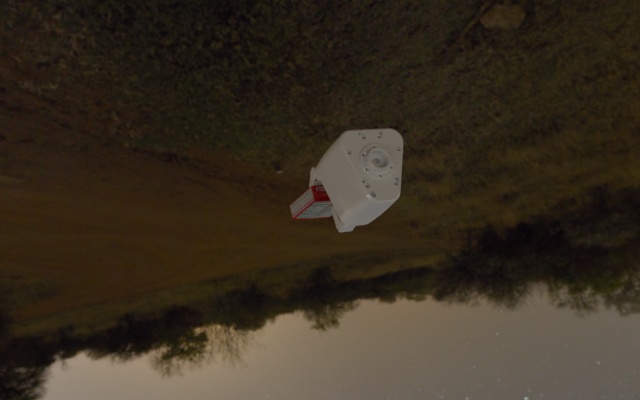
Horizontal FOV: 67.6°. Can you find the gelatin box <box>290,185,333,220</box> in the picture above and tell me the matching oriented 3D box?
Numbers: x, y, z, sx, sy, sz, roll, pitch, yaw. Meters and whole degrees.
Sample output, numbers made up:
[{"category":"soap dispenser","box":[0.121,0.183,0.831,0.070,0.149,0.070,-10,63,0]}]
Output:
[{"category":"gelatin box","box":[0.000,0.003,0.801,0.073,0.030,0.089,-3,-22,-30]}]
